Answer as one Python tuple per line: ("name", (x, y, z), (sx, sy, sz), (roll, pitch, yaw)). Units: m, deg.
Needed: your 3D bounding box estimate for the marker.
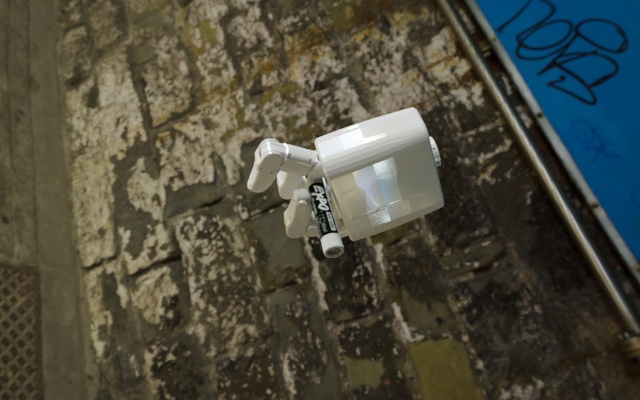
("marker", (0.000, 0.002, 0.466), (0.020, 0.121, 0.020), (-9, -40, -8))
